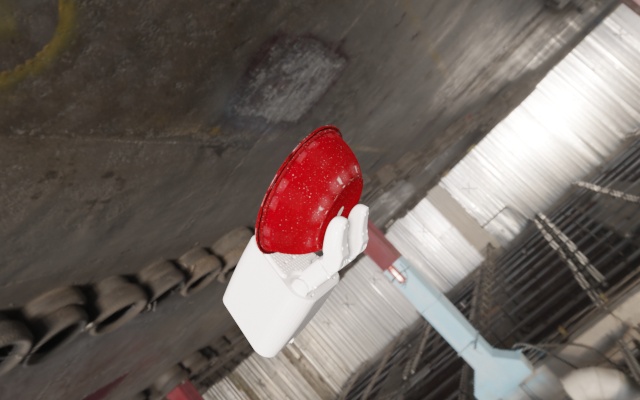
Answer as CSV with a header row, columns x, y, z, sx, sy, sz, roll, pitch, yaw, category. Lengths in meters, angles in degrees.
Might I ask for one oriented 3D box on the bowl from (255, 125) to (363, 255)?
x,y,z,sx,sy,sz,roll,pitch,yaw,category
0.001,0.001,0.523,0.055,0.162,0.162,30,11,19,bowl
